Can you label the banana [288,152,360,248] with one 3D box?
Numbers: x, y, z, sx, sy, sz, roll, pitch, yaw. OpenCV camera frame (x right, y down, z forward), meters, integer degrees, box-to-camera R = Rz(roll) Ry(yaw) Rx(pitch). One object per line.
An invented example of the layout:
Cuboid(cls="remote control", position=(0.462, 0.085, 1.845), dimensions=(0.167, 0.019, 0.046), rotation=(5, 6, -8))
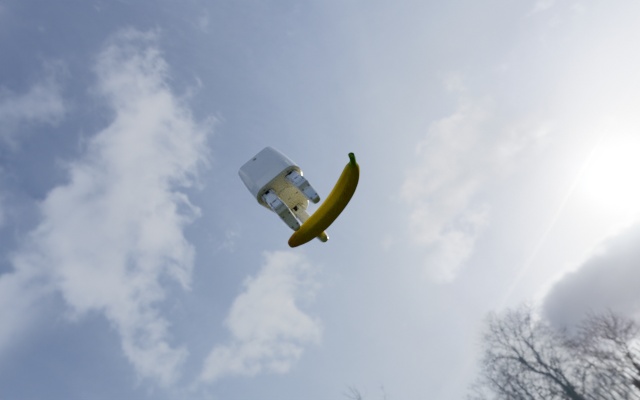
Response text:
Cuboid(cls="banana", position=(0.015, 0.005, 0.834), dimensions=(0.070, 0.198, 0.037), rotation=(22, 16, -43))
